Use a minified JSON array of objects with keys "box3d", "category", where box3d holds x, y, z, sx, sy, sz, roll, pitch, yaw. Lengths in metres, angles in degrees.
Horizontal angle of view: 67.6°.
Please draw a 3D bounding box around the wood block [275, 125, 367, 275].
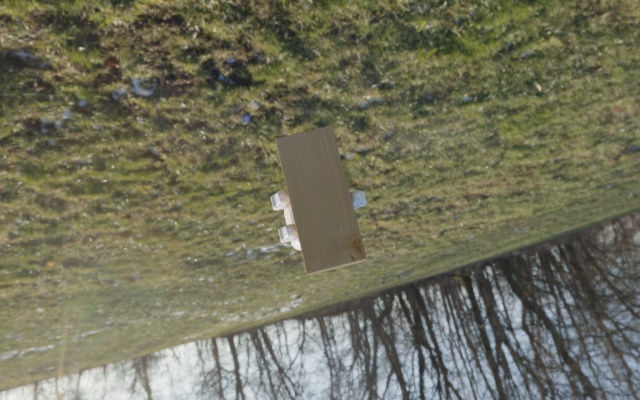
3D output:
[{"box3d":[0.000,0.003,0.737,0.091,0.206,0.090,-14,-10,-1],"category":"wood block"}]
